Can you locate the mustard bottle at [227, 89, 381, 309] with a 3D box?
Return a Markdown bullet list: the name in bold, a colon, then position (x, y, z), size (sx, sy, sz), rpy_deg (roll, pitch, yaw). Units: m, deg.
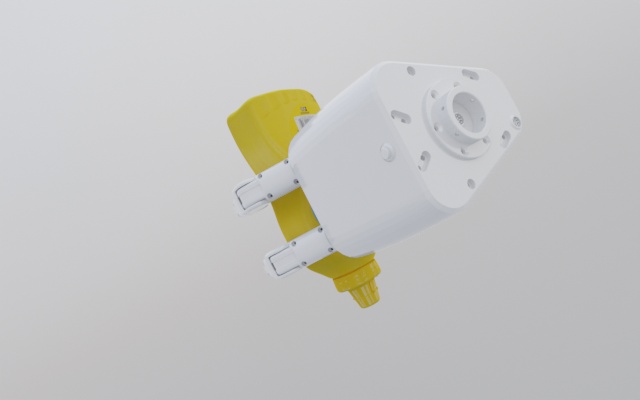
- **mustard bottle**: position (0.000, 0.001, 0.406), size (0.058, 0.191, 0.096), rpy_deg (-29, -4, 34)
